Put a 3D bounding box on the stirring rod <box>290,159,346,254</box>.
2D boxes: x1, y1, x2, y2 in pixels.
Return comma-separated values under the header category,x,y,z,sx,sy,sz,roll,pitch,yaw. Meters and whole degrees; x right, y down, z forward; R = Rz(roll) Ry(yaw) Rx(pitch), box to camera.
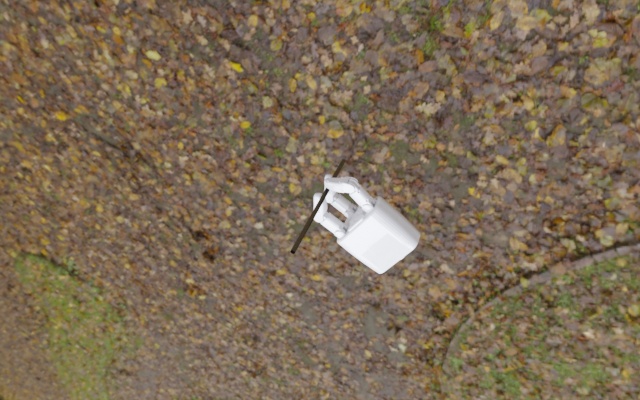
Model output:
category,x,y,z,sx,sy,sz,roll,pitch,yaw
stirring rod,0.000,0.003,0.825,0.011,0.011,0.239,0,40,29
